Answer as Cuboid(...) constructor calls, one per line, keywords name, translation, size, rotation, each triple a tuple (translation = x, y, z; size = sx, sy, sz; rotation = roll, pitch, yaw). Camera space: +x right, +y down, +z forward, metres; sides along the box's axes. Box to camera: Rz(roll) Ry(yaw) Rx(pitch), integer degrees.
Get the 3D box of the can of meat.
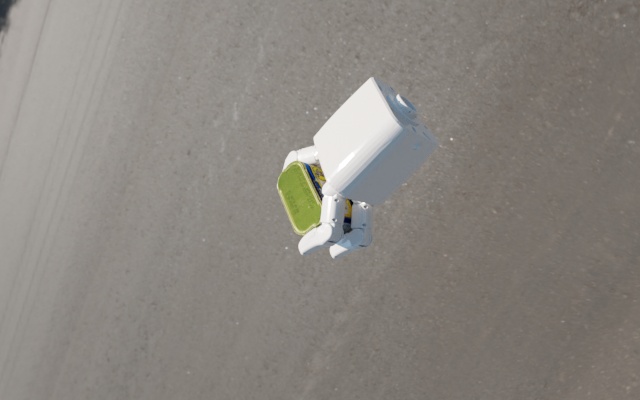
Cuboid(name="can of meat", translation=(0.000, 0.002, 0.611), size=(0.084, 0.102, 0.057), rotation=(13, -47, -47))
